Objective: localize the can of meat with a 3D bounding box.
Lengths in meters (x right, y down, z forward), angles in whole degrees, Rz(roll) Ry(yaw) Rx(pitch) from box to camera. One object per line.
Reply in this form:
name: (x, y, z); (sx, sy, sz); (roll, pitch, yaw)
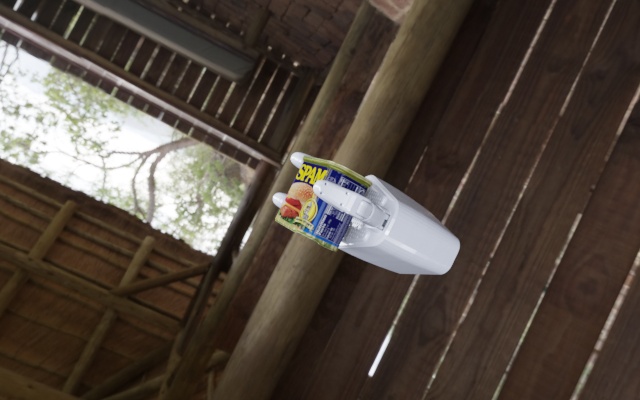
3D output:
can of meat: (0.000, 0.002, 0.535); (0.057, 0.084, 0.102); (27, -2, -27)
